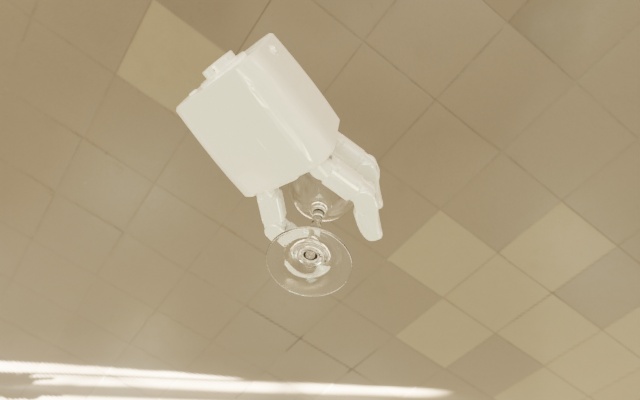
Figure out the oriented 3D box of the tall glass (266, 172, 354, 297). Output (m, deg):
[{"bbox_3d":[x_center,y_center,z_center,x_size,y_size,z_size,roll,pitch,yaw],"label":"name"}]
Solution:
[{"bbox_3d":[0.000,0.002,0.487,0.079,0.079,0.201,0,31,7],"label":"tall glass"}]
